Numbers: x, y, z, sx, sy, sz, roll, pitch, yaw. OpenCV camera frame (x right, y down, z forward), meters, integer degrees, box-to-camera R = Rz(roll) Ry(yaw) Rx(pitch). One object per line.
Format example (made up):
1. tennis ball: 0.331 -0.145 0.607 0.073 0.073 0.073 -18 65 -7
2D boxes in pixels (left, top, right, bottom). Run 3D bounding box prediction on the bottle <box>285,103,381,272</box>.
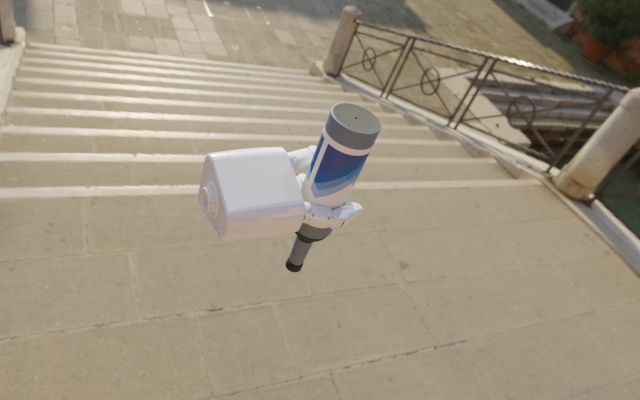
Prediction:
1. bottle: 0.000 0.002 0.683 0.069 0.296 0.069 13 41 -12
